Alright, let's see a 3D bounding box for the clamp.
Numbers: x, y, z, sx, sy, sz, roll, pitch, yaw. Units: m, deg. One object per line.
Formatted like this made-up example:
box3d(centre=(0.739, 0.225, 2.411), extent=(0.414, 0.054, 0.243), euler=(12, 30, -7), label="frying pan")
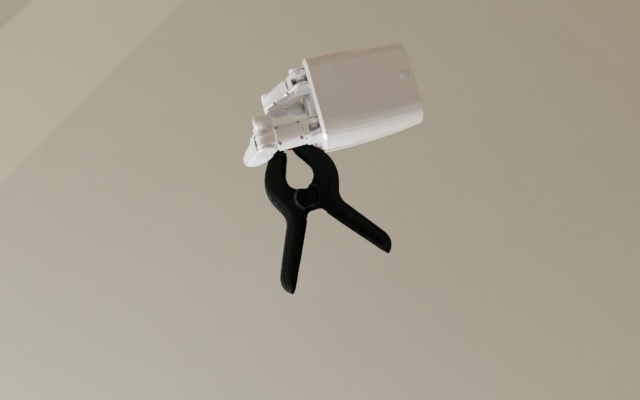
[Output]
box3d(centre=(0.000, 0.002, 0.504), extent=(0.120, 0.171, 0.039), euler=(-13, -9, -6), label="clamp")
